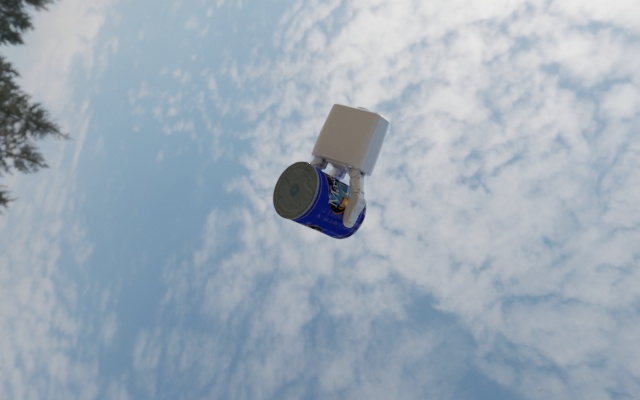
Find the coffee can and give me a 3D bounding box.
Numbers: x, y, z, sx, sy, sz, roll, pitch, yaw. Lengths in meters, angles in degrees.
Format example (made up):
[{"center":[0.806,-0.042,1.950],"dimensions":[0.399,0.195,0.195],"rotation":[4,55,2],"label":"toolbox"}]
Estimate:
[{"center":[0.000,0.003,0.853],"dimensions":[0.103,0.102,0.140],"rotation":[0,-18,43],"label":"coffee can"}]
